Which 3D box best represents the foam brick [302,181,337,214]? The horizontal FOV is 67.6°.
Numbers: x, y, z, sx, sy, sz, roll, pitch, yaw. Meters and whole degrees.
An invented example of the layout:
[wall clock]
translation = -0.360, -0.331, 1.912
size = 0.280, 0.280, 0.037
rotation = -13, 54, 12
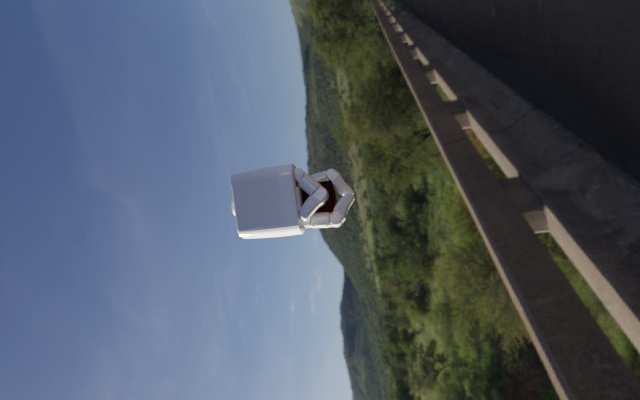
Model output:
[foam brick]
translation = 0.000, 0.003, 0.819
size = 0.051, 0.053, 0.078
rotation = -7, -15, 6
